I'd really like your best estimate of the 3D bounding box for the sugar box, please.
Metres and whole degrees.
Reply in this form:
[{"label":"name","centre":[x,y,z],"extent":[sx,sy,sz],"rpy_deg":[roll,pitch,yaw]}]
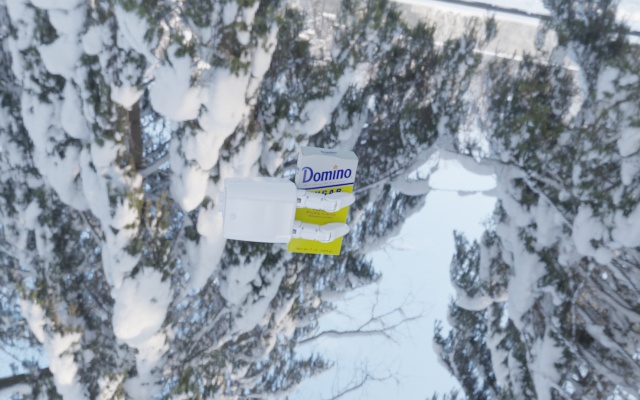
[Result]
[{"label":"sugar box","centre":[0.000,0.003,0.793],"extent":[0.093,0.176,0.048],"rpy_deg":[4,25,-11]}]
